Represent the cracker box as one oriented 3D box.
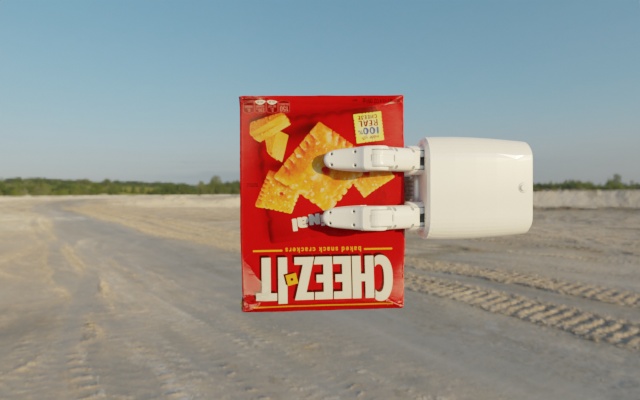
[{"bbox_3d":[0.000,0.001,0.490,0.164,0.213,0.072,0,1,-5],"label":"cracker box"}]
